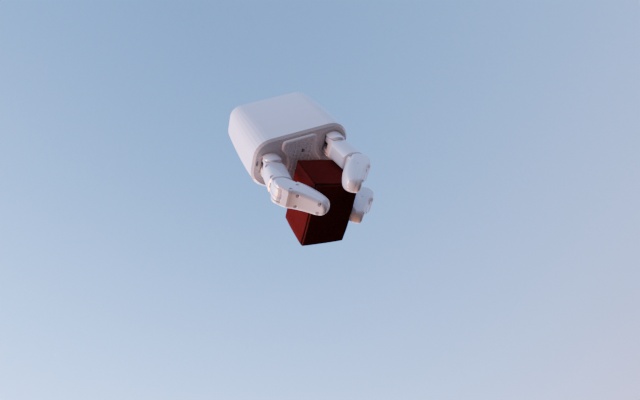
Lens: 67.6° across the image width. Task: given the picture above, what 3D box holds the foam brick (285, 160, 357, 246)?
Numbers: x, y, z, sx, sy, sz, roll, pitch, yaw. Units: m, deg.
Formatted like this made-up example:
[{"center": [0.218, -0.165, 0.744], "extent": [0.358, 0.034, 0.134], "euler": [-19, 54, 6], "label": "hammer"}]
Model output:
[{"center": [0.000, 0.002, 0.520], "extent": [0.053, 0.078, 0.051], "euler": [-3, 35, -28], "label": "foam brick"}]
